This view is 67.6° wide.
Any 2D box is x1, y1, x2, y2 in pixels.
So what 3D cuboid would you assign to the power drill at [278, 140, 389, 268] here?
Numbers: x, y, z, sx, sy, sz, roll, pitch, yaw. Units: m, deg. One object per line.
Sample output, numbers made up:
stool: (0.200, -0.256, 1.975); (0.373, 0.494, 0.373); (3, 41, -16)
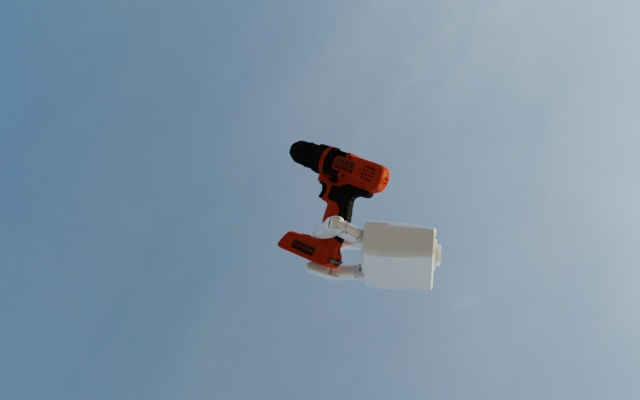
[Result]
power drill: (0.000, 0.003, 0.780); (0.184, 0.187, 0.057); (21, -1, 29)
